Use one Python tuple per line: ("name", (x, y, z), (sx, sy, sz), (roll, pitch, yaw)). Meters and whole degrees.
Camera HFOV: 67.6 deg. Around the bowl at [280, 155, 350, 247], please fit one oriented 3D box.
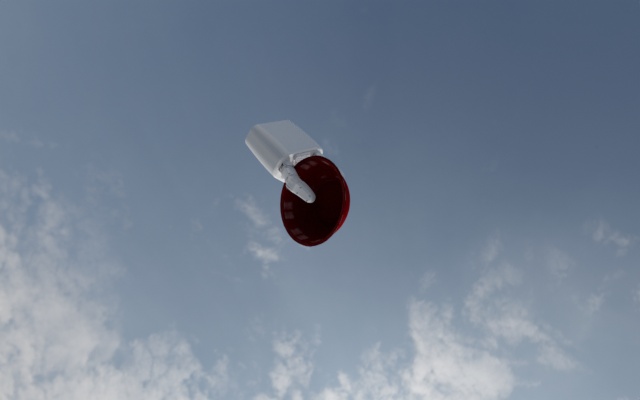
("bowl", (0.001, 0.004, 0.860), (0.162, 0.162, 0.055), (0, -6, 44))
